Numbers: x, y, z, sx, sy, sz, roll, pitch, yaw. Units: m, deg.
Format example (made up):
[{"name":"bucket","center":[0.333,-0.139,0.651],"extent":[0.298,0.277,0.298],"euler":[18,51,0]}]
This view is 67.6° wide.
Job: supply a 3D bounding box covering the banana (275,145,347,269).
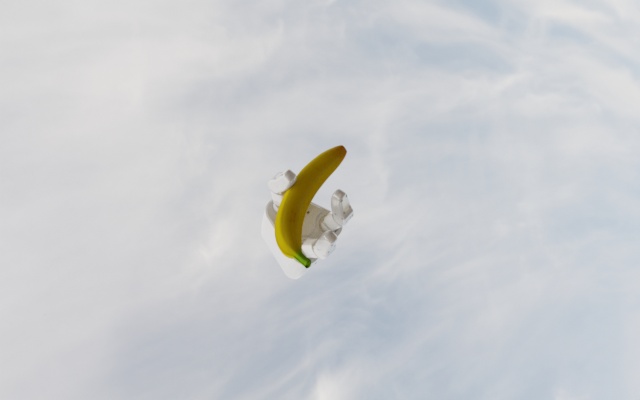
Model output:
[{"name":"banana","center":[-0.019,0.002,0.648],"extent":[0.069,0.197,0.037],"euler":[10,-31,13]}]
